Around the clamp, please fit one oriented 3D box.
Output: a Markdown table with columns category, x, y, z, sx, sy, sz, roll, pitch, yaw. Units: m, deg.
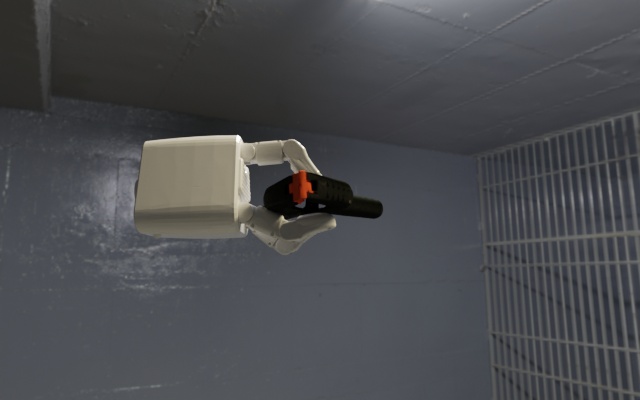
| category | x | y | z | sx | sy | sz | roll | pitch | yaw |
| --- | --- | --- | --- | --- | --- | --- | --- | --- | --- |
| clamp | 0.000 | 0.001 | 0.538 | 0.164 | 0.036 | 0.210 | -3 | -9 | -2 |
